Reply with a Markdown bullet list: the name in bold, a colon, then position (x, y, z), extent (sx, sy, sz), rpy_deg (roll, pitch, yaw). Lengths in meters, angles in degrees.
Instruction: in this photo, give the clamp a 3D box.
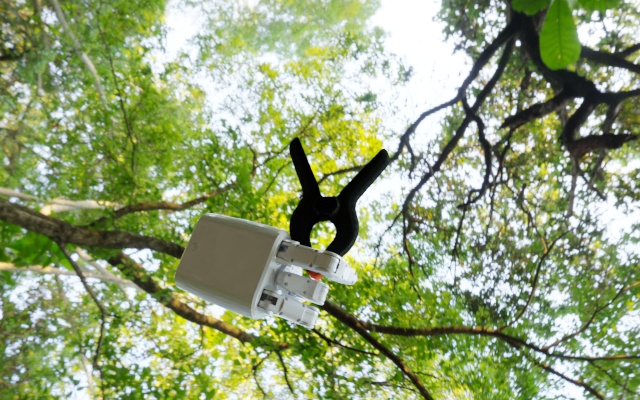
- **clamp**: position (0.000, 0.002, 0.552), extent (0.120, 0.171, 0.039), rpy_deg (15, -20, 17)
